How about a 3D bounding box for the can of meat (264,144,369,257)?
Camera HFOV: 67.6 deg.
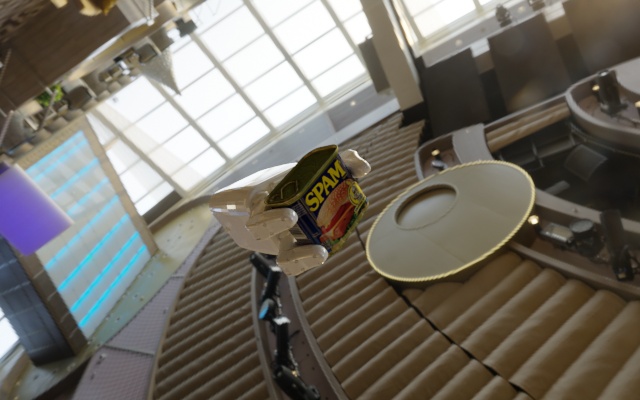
[{"bbox_3d":[0.000,0.002,0.536,0.057,0.084,0.102,-6,37,47],"label":"can of meat"}]
